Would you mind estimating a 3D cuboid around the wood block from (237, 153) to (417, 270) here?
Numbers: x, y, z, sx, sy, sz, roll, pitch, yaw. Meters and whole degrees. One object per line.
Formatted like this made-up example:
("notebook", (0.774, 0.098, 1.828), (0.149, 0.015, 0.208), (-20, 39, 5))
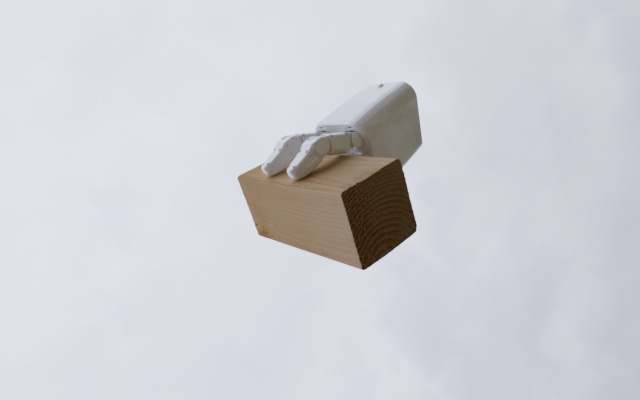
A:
("wood block", (0.000, 0.002, 0.568), (0.090, 0.091, 0.206), (-31, 24, -31))
